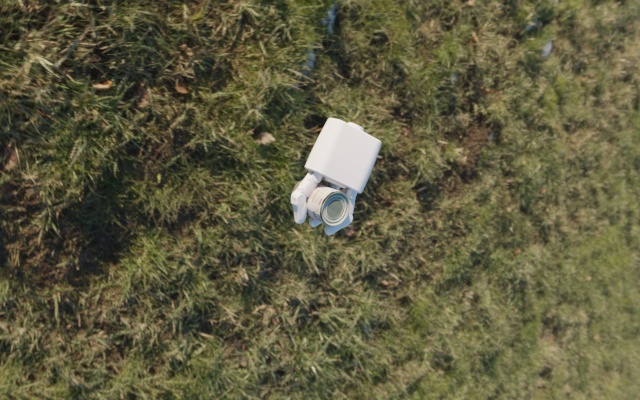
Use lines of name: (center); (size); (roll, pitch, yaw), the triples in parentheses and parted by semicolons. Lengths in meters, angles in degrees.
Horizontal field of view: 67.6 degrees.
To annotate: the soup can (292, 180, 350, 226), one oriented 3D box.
soup can: (0.000, 0.003, 0.897); (0.068, 0.068, 0.102); (0, 15, -36)
